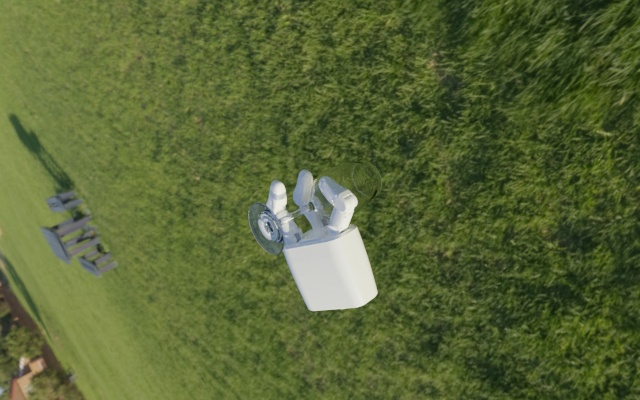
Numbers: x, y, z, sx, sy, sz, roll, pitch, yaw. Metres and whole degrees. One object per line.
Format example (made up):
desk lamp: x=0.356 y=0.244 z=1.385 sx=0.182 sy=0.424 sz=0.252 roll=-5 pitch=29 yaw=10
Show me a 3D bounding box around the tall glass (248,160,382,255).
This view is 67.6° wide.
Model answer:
tall glass: x=0.000 y=0.002 z=0.681 sx=0.201 sy=0.079 sz=0.079 roll=-27 pitch=17 yaw=-36
